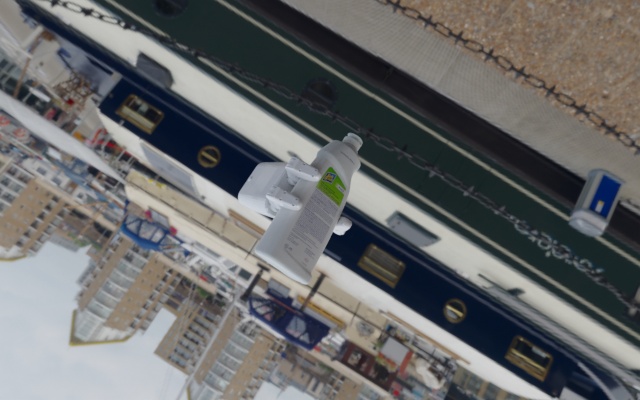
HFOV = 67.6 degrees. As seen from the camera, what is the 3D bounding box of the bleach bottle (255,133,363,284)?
[{"bbox_3d":[0.000,0.003,0.776,0.103,0.250,0.068,42,-18,-33],"label":"bleach bottle"}]
